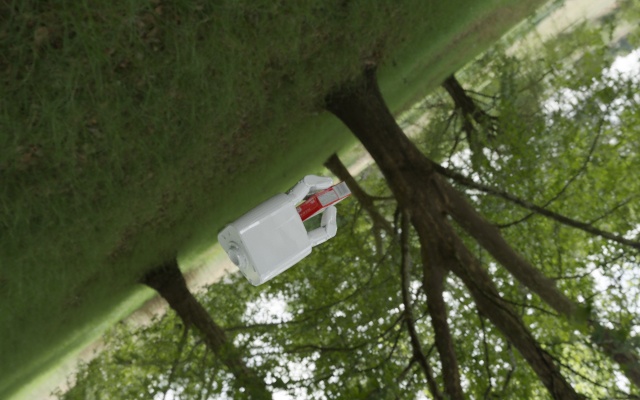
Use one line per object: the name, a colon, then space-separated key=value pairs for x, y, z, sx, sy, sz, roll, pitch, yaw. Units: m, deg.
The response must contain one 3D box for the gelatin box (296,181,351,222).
gelatin box: x=0.001 y=0.003 z=0.844 sx=0.089 sy=0.030 sz=0.073 roll=-26 pitch=-6 yaw=-47
